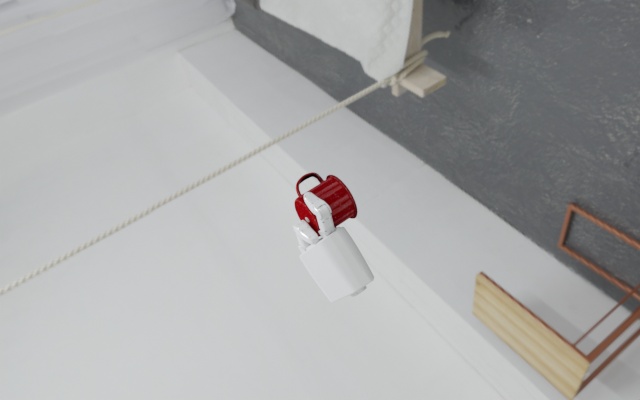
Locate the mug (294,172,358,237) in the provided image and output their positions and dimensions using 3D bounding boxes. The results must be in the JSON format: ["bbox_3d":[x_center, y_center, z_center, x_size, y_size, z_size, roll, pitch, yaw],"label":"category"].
[{"bbox_3d":[-0.001,0.002,0.864,0.081,0.117,0.093,-32,-7,-20],"label":"mug"}]
